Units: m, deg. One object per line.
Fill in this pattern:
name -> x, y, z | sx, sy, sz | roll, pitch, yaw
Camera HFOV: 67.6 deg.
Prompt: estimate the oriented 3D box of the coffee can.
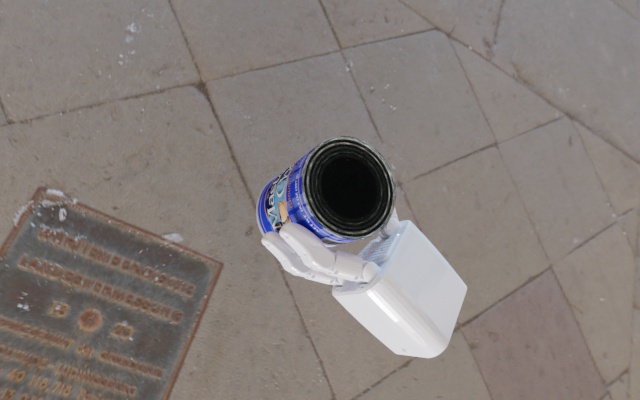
coffee can -> 0.000, 0.002, 0.516 | 0.103, 0.102, 0.140 | 0, -12, -25
